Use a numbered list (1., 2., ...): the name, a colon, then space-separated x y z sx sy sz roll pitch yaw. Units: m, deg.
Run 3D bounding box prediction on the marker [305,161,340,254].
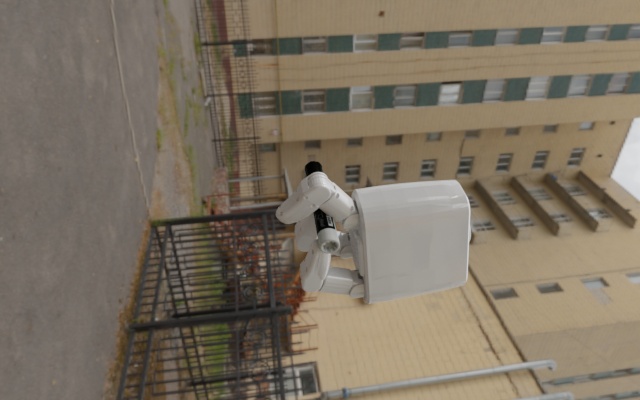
1. marker: 0.000 0.002 0.470 0.020 0.020 0.121 0 42 -11
